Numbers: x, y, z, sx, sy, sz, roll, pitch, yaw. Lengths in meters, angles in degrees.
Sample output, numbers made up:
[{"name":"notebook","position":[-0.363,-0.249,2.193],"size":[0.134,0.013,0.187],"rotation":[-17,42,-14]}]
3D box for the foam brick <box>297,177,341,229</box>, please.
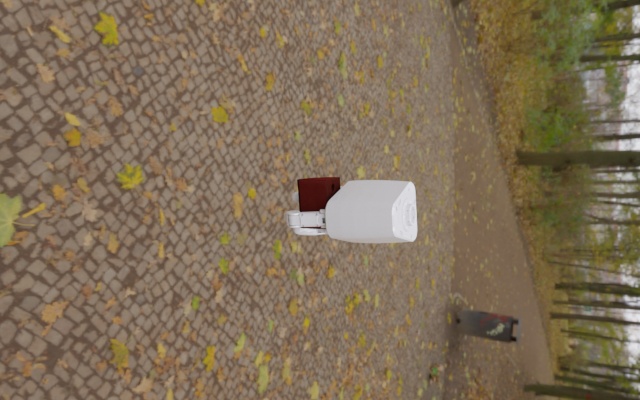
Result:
[{"name":"foam brick","position":[0.000,0.002,0.750],"size":[0.051,0.078,0.053],"rotation":[0,8,29]}]
